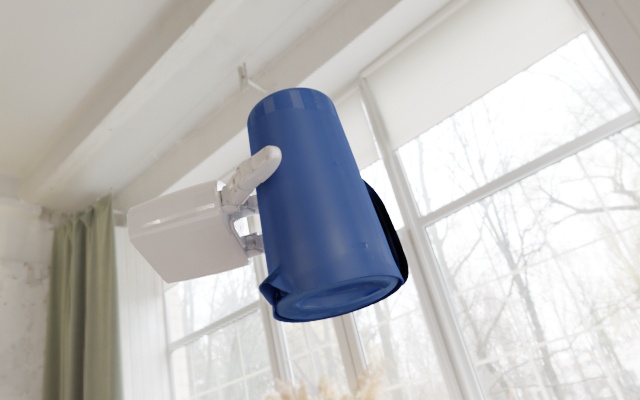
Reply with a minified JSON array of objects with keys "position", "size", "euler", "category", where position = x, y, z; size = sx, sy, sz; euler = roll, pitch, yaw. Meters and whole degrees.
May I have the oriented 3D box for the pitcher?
[{"position":[0.000,0.002,0.527],"size":[0.145,0.242,0.149],"euler":[-17,-26,6],"category":"pitcher"}]
